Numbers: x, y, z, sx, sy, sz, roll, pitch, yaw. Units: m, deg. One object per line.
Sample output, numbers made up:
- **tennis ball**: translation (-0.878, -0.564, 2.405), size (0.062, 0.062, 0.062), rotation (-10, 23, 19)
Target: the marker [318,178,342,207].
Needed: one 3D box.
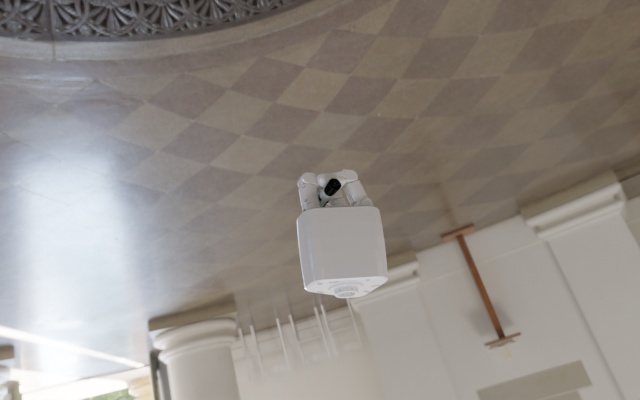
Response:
- **marker**: translation (0.000, 0.002, 0.698), size (0.020, 0.020, 0.121), rotation (0, -27, -24)
